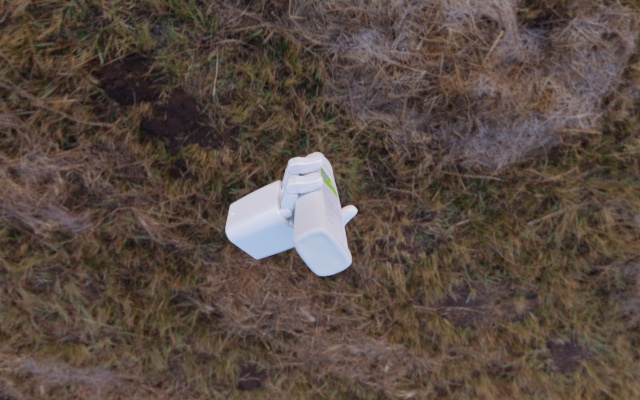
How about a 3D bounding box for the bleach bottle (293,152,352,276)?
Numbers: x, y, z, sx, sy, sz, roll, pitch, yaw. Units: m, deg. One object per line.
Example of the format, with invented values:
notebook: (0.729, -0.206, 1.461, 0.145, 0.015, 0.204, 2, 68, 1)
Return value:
bleach bottle: (0.000, 0.003, 0.813, 0.068, 0.103, 0.250, -24, 35, 16)
